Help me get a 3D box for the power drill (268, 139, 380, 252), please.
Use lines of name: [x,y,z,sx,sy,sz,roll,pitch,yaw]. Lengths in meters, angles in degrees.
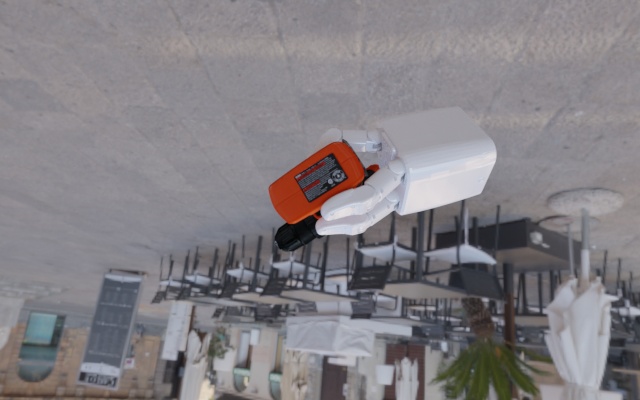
power drill: [0.000,0.002,0.599,0.184,0.057,0.188,-35,-13,5]
